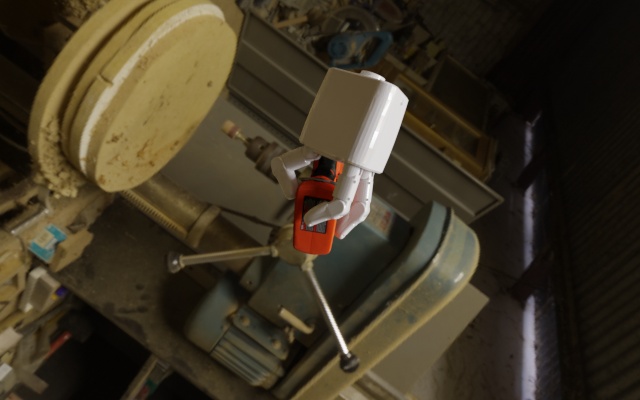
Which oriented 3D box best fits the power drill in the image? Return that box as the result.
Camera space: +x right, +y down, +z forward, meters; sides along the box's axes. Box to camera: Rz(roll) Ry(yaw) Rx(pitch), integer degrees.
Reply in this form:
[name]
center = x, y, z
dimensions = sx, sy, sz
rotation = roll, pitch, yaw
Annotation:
[power drill]
center = 0.000, 0.002, 0.711
dimensions = 0.057, 0.184, 0.187
rotation = 6, 25, 3
